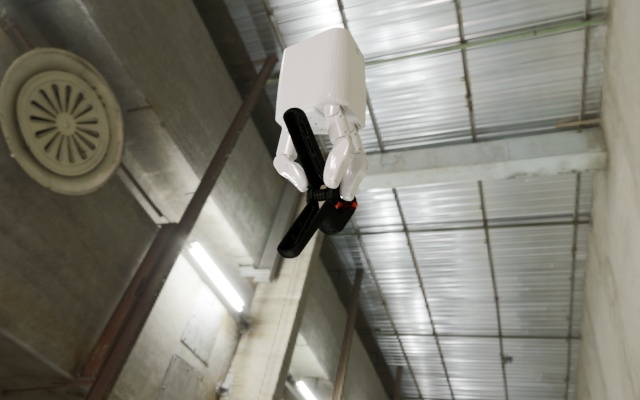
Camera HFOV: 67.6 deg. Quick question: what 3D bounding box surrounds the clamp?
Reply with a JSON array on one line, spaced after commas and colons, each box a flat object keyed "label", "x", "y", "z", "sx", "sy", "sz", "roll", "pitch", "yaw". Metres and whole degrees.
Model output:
[{"label": "clamp", "x": 0.000, "y": 0.002, "z": 0.591, "sx": 0.036, "sy": 0.164, "sz": 0.210, "roll": -1, "pitch": -16, "yaw": 22}]
